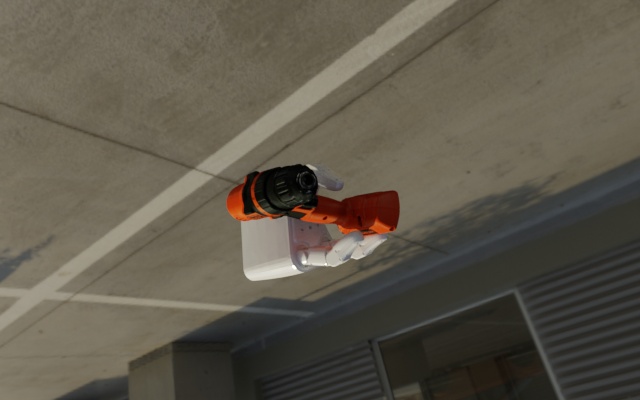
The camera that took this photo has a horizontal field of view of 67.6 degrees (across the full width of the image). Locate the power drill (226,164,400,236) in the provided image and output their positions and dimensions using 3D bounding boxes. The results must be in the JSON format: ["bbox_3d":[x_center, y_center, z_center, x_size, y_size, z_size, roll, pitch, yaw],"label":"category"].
[{"bbox_3d":[0.000,0.002,0.571,0.188,0.057,0.184,11,-11,-29],"label":"power drill"}]
